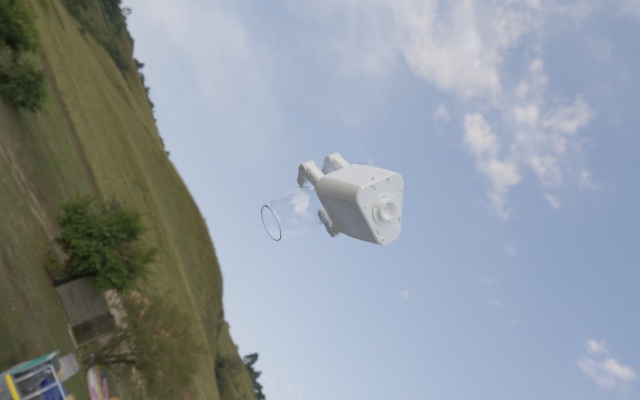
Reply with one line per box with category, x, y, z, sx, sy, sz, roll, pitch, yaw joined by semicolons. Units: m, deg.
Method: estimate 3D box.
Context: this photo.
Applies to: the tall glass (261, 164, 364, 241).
tall glass;0.001;0.002;0.817;0.201;0.079;0.079;-23;11;-28
